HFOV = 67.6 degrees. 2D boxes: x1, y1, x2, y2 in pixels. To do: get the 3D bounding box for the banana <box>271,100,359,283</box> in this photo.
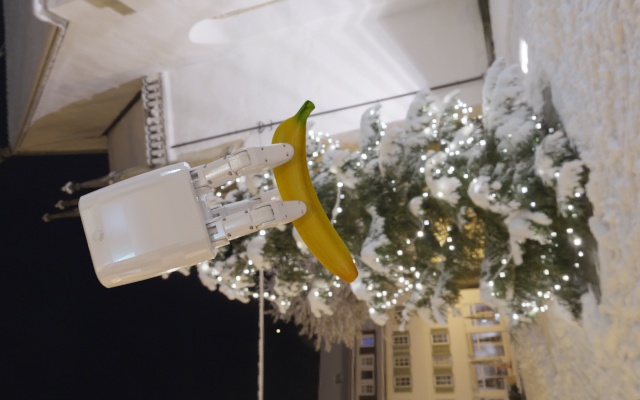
[{"bbox_3d":[-0.013,-0.002,0.506,0.037,0.198,0.069,-28,19,-35],"label":"banana"}]
